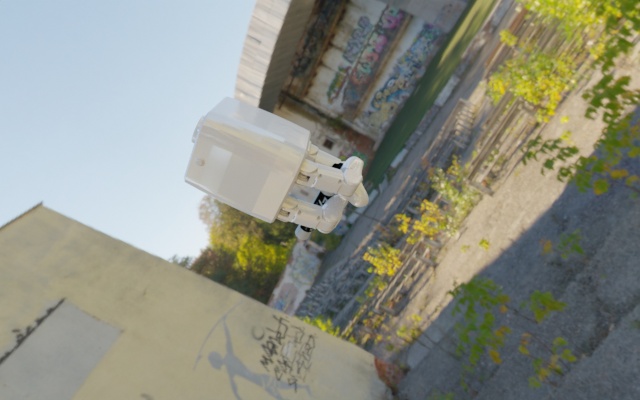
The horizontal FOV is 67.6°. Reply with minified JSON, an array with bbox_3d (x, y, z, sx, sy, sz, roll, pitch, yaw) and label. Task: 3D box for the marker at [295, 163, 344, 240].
[{"bbox_3d":[0.000,0.002,0.570,0.020,0.020,0.121,0,-43,-33],"label":"marker"}]
